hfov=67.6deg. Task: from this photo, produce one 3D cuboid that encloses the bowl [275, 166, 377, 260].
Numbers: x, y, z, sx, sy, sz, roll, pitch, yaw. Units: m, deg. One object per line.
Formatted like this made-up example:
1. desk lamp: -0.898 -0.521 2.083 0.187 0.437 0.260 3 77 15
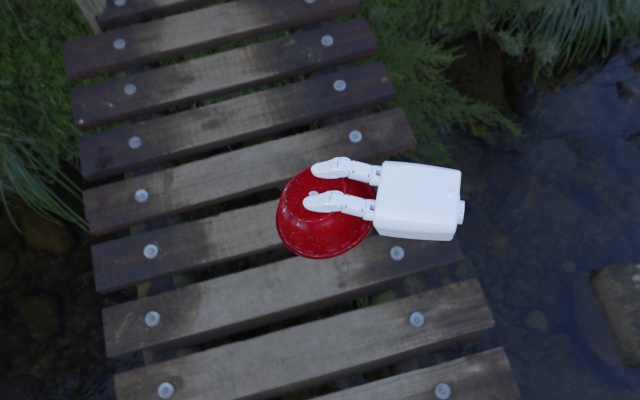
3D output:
1. bowl: -0.001 0.002 0.701 0.162 0.162 0.055 0 -29 20
